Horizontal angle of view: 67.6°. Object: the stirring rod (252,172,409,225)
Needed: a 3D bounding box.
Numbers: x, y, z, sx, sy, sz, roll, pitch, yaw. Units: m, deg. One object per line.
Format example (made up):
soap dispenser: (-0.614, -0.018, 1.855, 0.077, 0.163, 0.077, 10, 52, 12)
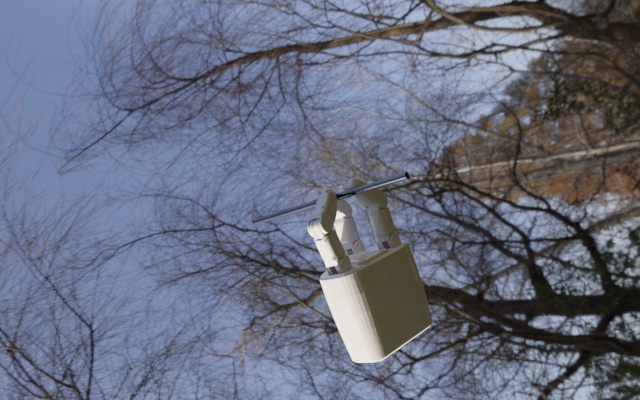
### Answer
stirring rod: (0.000, 0.002, 0.566, 0.239, 0.011, 0.011, -17, -11, 39)
